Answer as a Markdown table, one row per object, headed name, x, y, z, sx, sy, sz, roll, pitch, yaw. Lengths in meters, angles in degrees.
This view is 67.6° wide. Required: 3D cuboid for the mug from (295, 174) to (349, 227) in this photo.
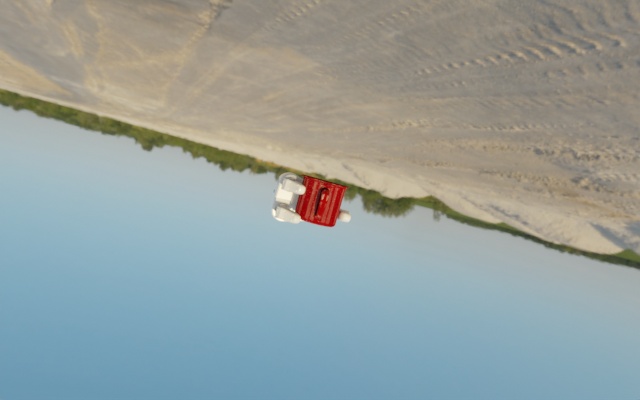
| name | x | y | z | sx | sy | sz | roll | pitch | yaw |
| --- | --- | --- | --- | --- | --- | --- | --- | --- | --- |
| mug | 0.000 | 0.003 | 0.893 | 0.093 | 0.081 | 0.117 | 15 | 4 | -9 |
